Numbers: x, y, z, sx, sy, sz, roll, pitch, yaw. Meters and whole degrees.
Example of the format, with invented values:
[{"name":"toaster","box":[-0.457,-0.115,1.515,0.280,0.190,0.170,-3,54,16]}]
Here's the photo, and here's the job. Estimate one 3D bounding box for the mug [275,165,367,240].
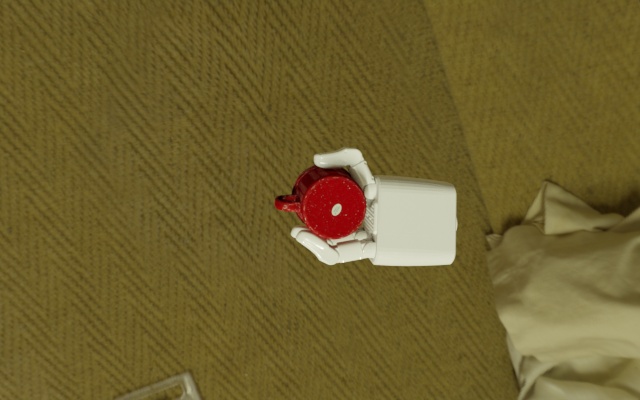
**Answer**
[{"name":"mug","box":[-0.001,0.002,0.611,0.117,0.093,0.081,1,10,-8]}]
